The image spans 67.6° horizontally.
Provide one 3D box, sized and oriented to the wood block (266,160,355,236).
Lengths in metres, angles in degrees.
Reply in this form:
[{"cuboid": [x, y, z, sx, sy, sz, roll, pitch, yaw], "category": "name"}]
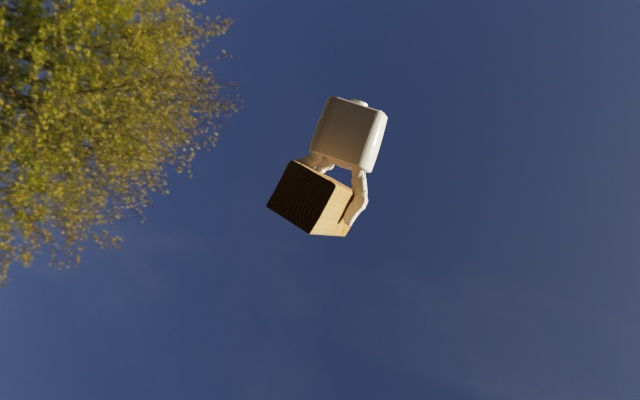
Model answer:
[{"cuboid": [0.001, 0.003, 0.844, 0.091, 0.090, 0.206, 30, 5, 19], "category": "wood block"}]
